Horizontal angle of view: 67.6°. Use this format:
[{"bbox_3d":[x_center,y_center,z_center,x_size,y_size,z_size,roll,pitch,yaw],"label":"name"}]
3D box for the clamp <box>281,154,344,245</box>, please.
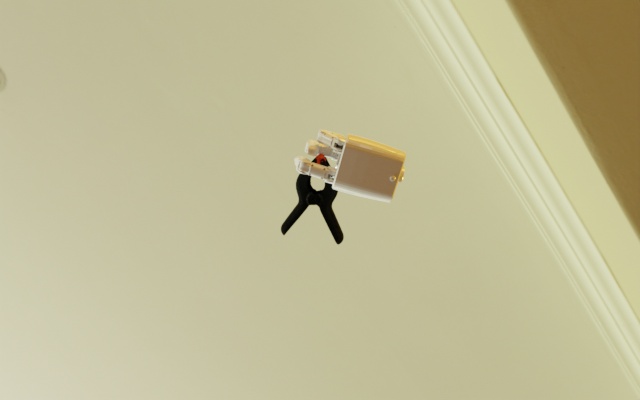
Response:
[{"bbox_3d":[0.000,0.003,0.885,0.120,0.171,0.039,15,22,-1],"label":"clamp"}]
